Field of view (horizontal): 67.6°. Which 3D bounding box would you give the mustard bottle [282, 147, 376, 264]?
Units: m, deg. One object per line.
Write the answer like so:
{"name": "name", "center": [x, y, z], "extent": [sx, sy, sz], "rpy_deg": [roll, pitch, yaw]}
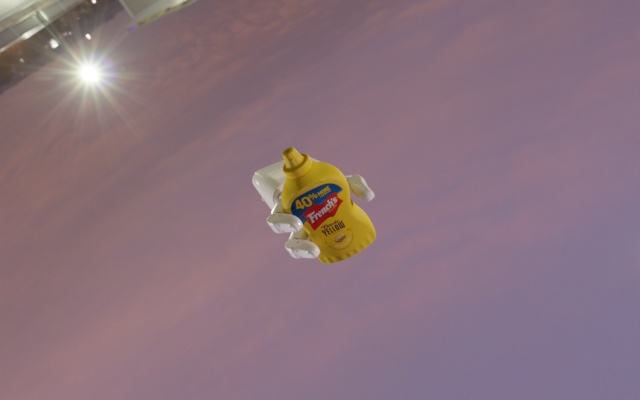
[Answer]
{"name": "mustard bottle", "center": [0.000, 0.003, 0.685], "extent": [0.096, 0.192, 0.058], "rpy_deg": [-26, 32, 10]}
